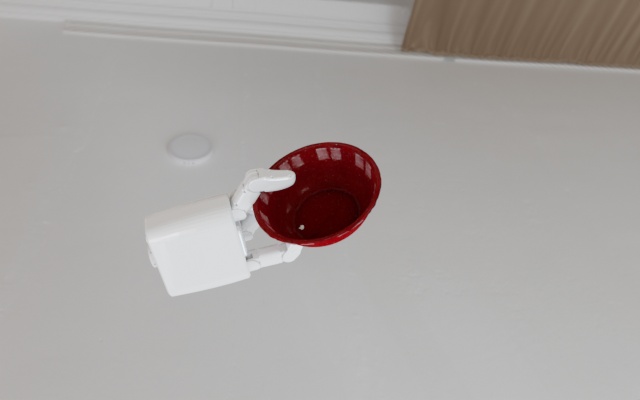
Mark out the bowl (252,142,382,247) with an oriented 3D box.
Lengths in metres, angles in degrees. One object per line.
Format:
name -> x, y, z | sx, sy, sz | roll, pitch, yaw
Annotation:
bowl -> 0.002, 0.002, 0.597 | 0.162, 0.162, 0.055 | 0, -39, 20
